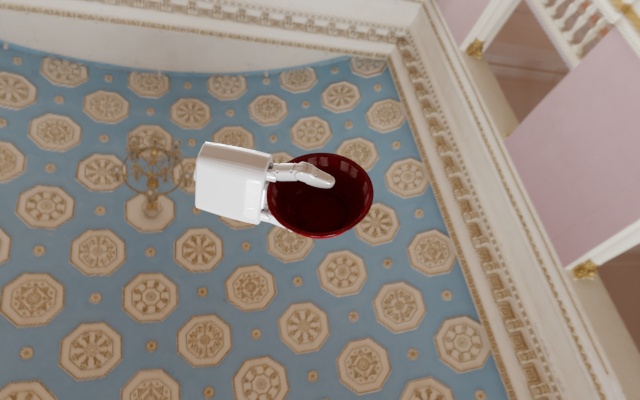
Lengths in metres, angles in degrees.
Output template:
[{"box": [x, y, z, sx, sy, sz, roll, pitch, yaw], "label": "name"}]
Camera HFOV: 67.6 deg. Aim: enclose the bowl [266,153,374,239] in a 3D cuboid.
[{"box": [0.001, 0.003, 0.735, 0.162, 0.162, 0.055, 0, -38, 3], "label": "bowl"}]
